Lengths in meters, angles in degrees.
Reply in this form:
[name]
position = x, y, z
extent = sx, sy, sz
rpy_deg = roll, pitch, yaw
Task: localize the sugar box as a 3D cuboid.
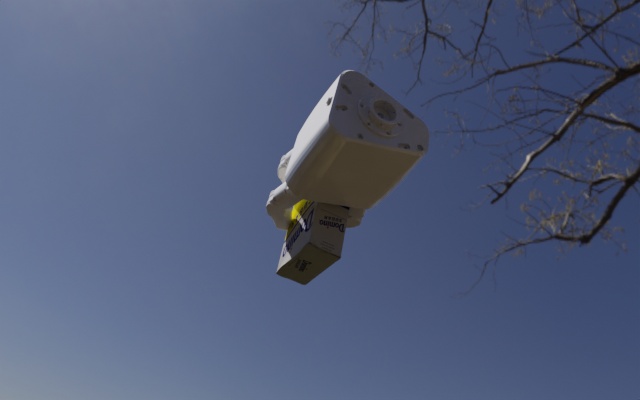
[sugar box]
position = 0.000, 0.001, 0.566
extent = 0.048, 0.176, 0.093
rpy_deg = 26, -37, -14
